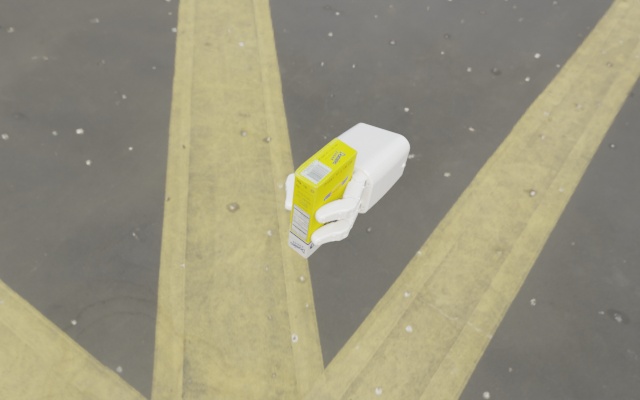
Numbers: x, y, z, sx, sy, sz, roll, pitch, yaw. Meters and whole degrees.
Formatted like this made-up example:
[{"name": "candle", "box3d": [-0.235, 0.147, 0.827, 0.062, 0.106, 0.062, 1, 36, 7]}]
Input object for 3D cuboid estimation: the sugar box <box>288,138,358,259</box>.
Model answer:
[{"name": "sugar box", "box3d": [0.001, 0.002, 0.701, 0.048, 0.176, 0.093, 34, 56, 22]}]
